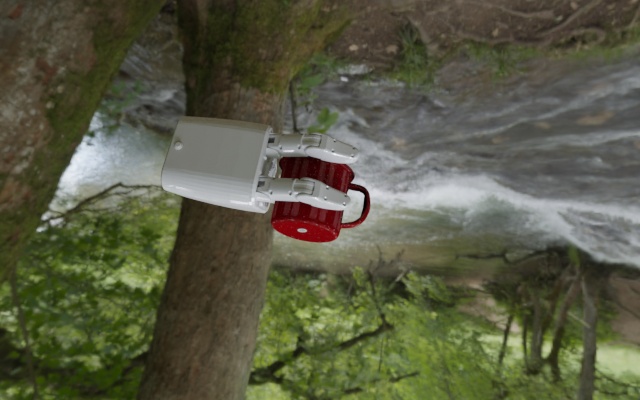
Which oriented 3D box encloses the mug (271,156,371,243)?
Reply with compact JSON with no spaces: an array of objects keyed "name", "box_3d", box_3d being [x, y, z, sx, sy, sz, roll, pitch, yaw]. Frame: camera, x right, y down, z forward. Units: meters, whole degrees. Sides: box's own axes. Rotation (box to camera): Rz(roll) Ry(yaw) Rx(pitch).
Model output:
[{"name":"mug","box_3d":[0.001,0.002,0.562,0.117,0.081,0.093,9,-21,5]}]
